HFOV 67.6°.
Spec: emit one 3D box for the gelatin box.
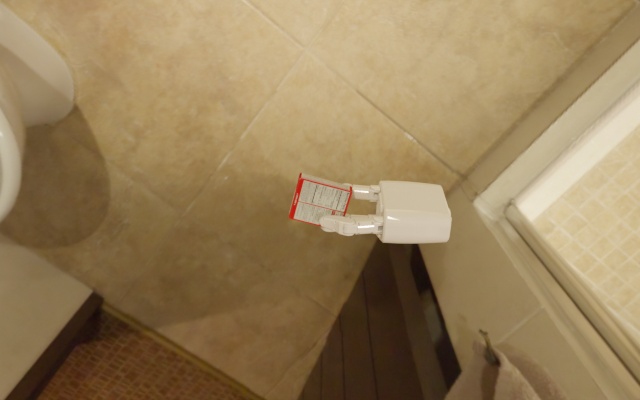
[{"bbox_3d":[0.000,0.003,0.772,0.089,0.073,0.030,14,22,-5],"label":"gelatin box"}]
